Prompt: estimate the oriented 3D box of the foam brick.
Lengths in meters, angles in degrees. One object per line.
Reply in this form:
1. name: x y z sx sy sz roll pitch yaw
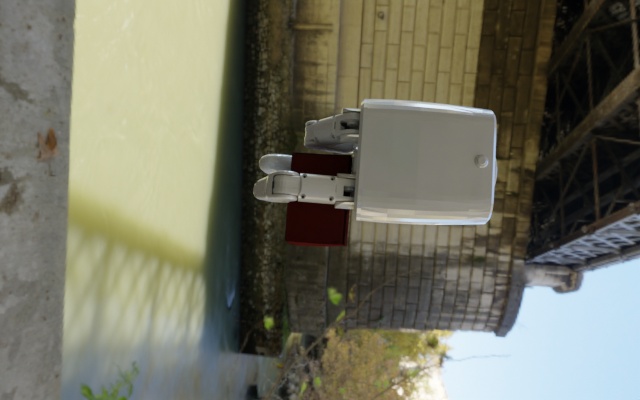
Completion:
1. foam brick: 0.000 0.002 0.418 0.051 0.078 0.053 4 -6 4
